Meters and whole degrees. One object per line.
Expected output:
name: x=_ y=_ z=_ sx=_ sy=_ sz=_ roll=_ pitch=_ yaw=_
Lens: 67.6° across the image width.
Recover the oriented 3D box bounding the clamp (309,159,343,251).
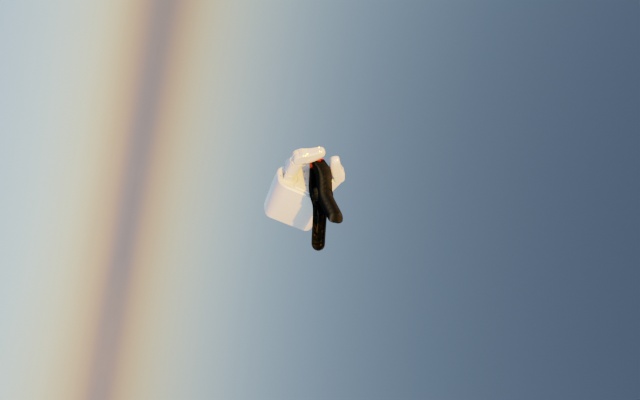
clamp: x=0.000 y=0.003 z=0.869 sx=0.039 sy=0.171 sz=0.120 roll=9 pitch=-42 yaw=-21
